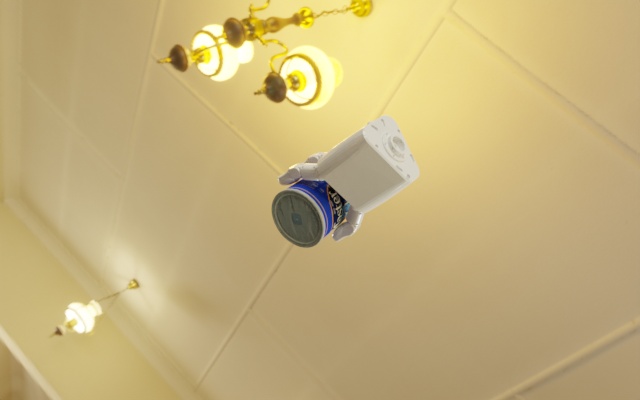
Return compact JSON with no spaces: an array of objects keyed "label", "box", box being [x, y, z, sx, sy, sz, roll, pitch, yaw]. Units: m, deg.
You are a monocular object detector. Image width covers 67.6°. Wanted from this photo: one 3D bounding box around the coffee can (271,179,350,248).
[{"label":"coffee can","box":[0.000,0.003,0.809,0.103,0.103,0.140,0,24,37]}]
